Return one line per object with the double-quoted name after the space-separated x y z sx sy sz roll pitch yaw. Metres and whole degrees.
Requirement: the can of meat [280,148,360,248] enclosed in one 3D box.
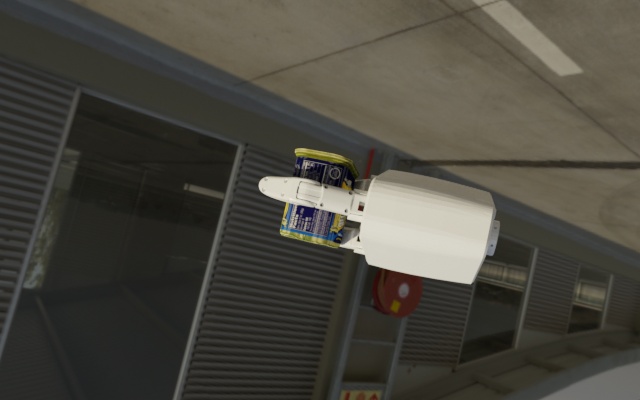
0.000 0.002 0.483 0.057 0.084 0.102 12 -5 11 "can of meat"
